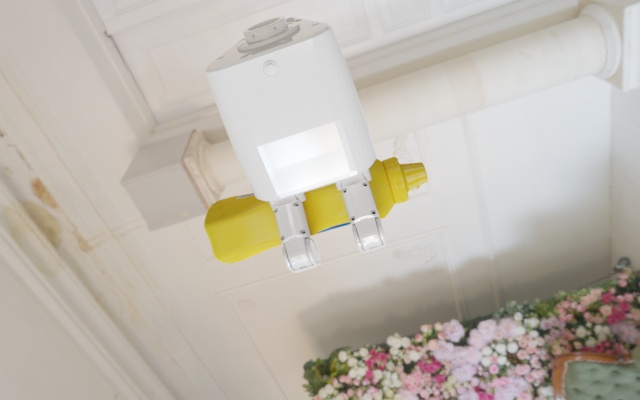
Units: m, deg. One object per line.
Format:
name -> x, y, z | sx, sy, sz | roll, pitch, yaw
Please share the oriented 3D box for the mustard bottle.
mustard bottle -> 0.000, 0.002, 0.427 | 0.191, 0.058, 0.096 | -17, 4, 7
